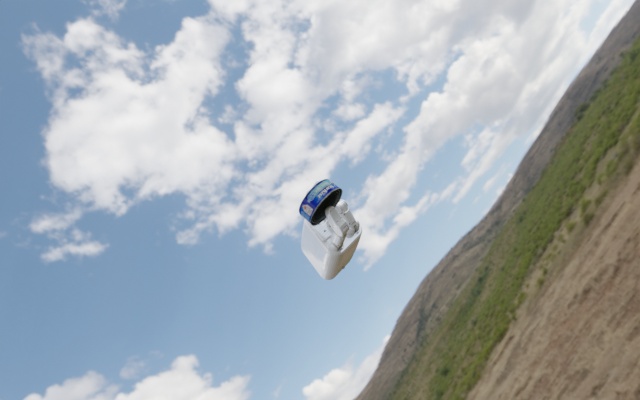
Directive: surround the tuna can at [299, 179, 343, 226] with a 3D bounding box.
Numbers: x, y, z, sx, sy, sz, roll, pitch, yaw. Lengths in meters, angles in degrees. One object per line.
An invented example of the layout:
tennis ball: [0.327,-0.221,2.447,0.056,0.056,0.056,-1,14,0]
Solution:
tuna can: [0.000,0.002,0.878,0.033,0.086,0.086,39,14,18]
